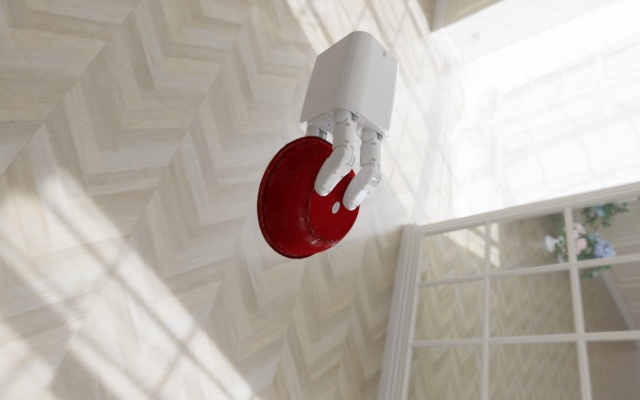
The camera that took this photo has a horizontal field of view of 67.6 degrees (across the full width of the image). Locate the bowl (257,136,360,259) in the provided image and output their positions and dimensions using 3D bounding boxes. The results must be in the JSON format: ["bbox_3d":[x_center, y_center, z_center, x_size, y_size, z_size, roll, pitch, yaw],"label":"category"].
[{"bbox_3d":[0.000,0.003,0.600,0.162,0.162,0.055,0,11,-45],"label":"bowl"}]
